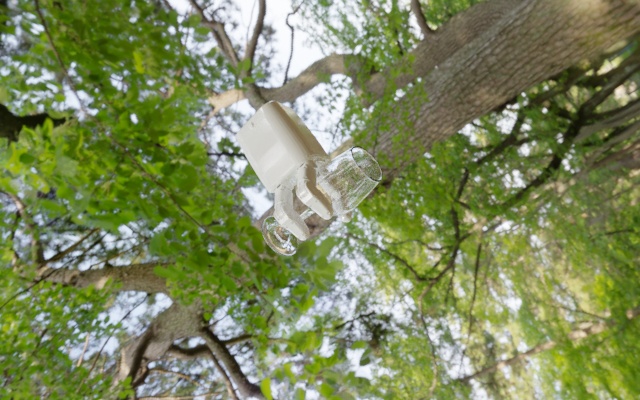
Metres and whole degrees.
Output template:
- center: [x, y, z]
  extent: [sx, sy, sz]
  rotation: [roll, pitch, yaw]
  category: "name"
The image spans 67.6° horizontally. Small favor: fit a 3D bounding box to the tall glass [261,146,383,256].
- center: [0.000, 0.003, 0.717]
  extent: [0.201, 0.079, 0.079]
  rotation: [-39, -23, 31]
  category: "tall glass"
